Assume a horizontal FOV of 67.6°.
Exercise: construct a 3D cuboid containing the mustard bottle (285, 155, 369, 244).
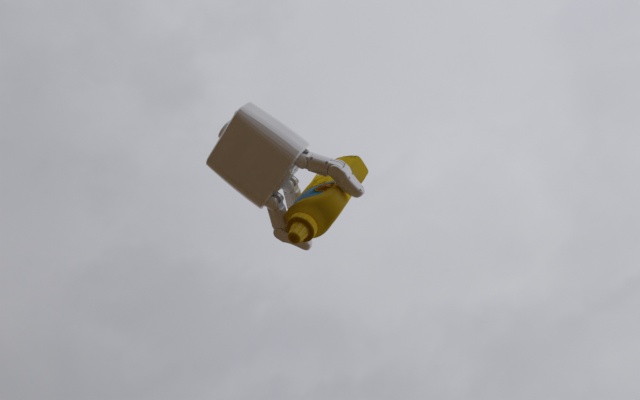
[{"bbox_3d":[0.000,0.002,0.692,0.096,0.058,0.191,-24,17,34],"label":"mustard bottle"}]
